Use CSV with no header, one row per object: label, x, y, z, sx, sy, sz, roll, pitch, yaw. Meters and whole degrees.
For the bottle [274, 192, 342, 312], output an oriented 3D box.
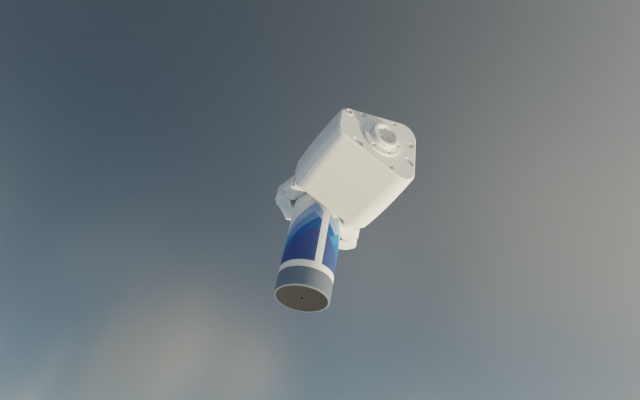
bottle,0.000,0.002,0.645,0.069,0.295,0.069,7,-39,5
